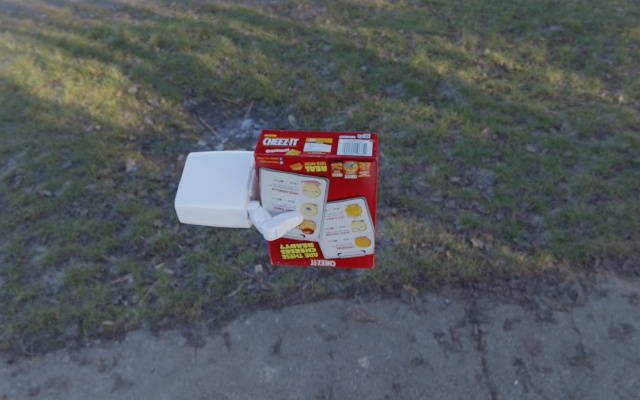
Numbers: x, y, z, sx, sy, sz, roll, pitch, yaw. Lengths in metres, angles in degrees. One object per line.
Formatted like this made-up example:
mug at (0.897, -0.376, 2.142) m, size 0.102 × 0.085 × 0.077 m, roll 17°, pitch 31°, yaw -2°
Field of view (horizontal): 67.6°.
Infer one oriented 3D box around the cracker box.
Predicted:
cracker box at (0.000, 0.002, 0.701) m, size 0.164 × 0.214 × 0.072 m, roll 2°, pitch 41°, yaw 6°
